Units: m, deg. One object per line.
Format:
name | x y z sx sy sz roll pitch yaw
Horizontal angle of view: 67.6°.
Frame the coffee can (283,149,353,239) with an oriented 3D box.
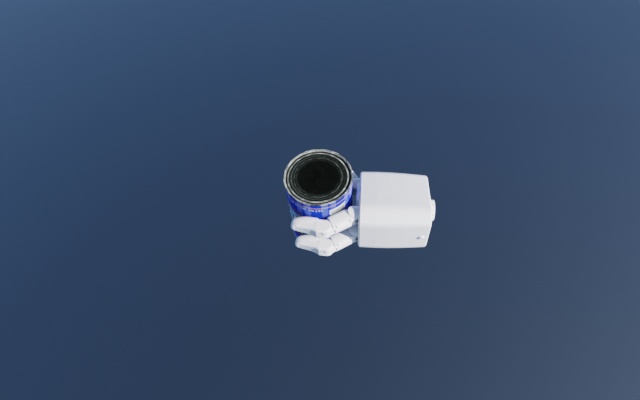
coffee can | 0.000 0.002 0.756 0.103 0.102 0.140 0 -33 4
